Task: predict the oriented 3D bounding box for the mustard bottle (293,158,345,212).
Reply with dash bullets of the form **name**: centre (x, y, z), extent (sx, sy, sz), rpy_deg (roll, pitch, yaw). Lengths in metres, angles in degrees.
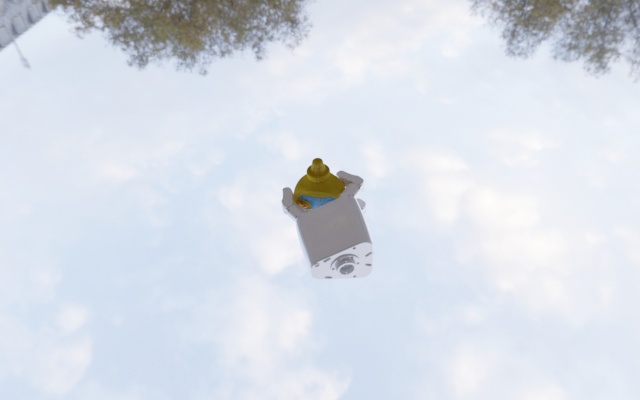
- **mustard bottle**: centre (0.000, 0.003, 0.868), extent (0.096, 0.192, 0.058), rpy_deg (5, 44, 10)
